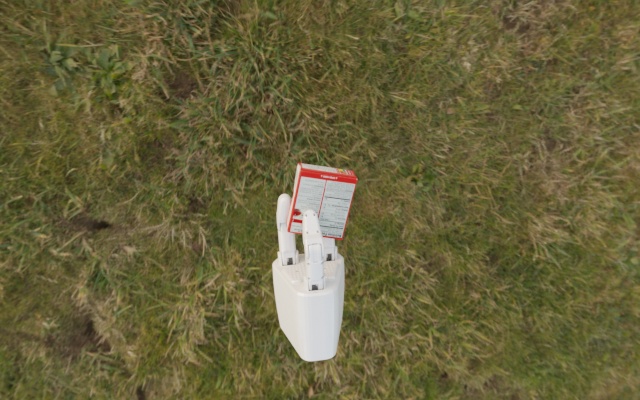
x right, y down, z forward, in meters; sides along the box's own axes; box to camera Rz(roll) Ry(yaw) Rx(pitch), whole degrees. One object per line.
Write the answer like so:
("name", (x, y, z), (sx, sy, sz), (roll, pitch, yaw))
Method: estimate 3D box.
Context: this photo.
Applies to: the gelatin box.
("gelatin box", (0.000, 0.002, 0.602), (0.073, 0.089, 0.030), (8, 23, -12))
